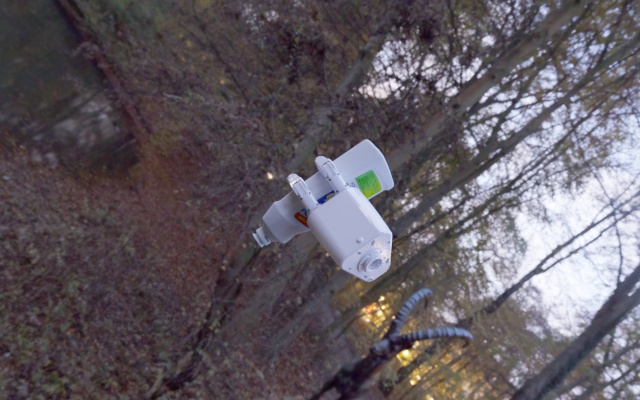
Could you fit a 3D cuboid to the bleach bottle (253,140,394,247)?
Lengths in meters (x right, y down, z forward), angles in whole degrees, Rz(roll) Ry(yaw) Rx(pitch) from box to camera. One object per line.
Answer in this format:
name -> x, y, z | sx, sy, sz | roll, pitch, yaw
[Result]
bleach bottle -> 0.000, 0.003, 0.818 | 0.251, 0.068, 0.103 | -34, -40, -3
